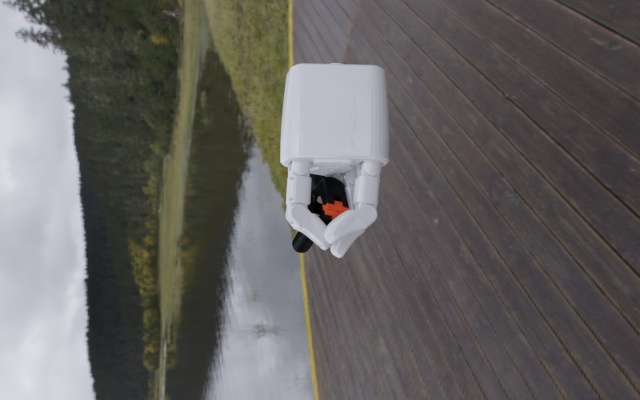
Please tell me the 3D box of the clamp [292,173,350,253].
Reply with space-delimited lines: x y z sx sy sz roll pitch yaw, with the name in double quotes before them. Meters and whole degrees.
"clamp" 0.000 0.002 0.590 0.039 0.120 0.171 6 -10 -17
